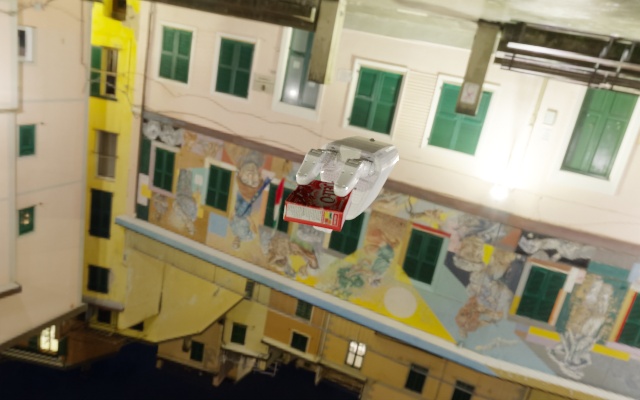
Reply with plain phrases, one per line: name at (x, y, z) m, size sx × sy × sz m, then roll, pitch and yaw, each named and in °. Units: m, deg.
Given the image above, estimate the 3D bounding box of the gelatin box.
gelatin box at (0.000, 0.003, 0.616) m, size 0.073 × 0.030 × 0.089 m, roll 11°, pitch 25°, yaw 9°
